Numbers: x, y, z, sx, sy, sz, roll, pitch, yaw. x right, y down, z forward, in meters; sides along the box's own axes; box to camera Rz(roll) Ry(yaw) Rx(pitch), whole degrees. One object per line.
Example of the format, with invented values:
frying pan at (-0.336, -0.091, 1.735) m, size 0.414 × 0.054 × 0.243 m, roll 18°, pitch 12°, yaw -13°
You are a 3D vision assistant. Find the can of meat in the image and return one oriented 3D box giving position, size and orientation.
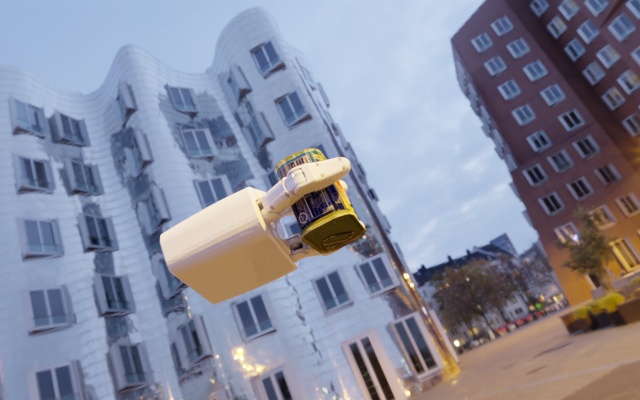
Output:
can of meat at (0.000, 0.001, 0.509) m, size 0.057 × 0.084 × 0.102 m, roll -28°, pitch -22°, yaw 7°
